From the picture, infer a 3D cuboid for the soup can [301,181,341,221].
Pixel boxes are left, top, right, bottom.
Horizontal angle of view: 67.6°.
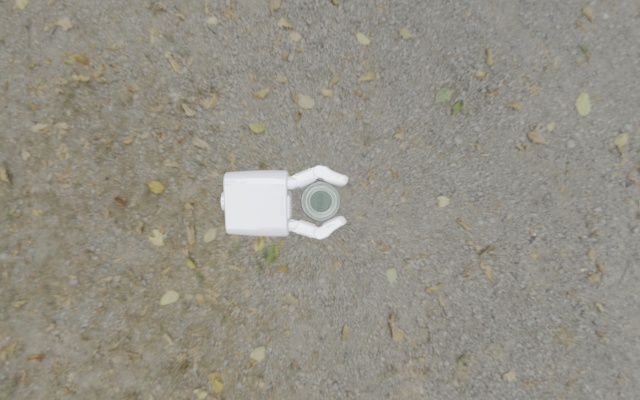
[{"bbox_3d":[0.001,0.003,0.831,0.068,0.068,0.102,0,-2,0],"label":"soup can"}]
